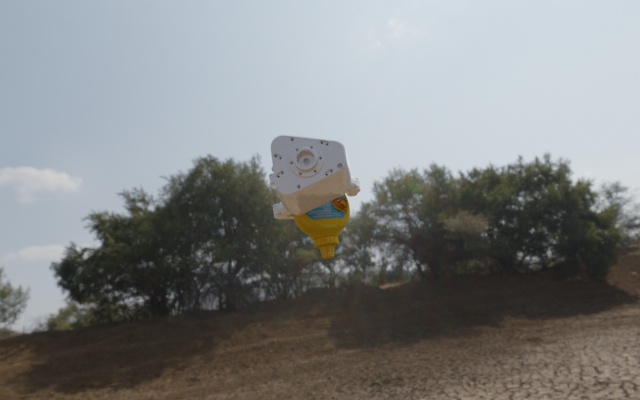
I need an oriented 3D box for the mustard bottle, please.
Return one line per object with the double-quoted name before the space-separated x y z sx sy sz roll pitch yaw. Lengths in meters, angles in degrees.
"mustard bottle" 0.000 0.002 0.805 0.096 0.191 0.058 -2 -16 -21
